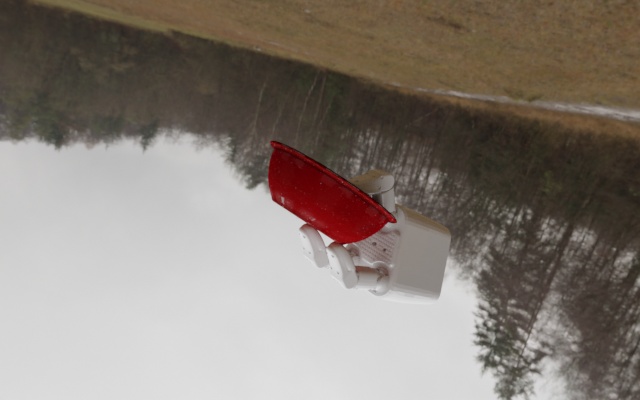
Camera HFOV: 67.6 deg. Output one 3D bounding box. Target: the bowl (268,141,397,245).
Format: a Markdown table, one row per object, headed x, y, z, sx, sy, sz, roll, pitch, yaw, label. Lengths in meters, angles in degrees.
| x | y | z | sx | sy | sz | roll | pitch | yaw | label |
| --- | --- | --- | --- | --- | --- | --- | --- | --- | --- |
| -0.001 | 0.001 | 0.519 | 0.162 | 0.055 | 0.162 | 33 | -3 | 2 | bowl |
